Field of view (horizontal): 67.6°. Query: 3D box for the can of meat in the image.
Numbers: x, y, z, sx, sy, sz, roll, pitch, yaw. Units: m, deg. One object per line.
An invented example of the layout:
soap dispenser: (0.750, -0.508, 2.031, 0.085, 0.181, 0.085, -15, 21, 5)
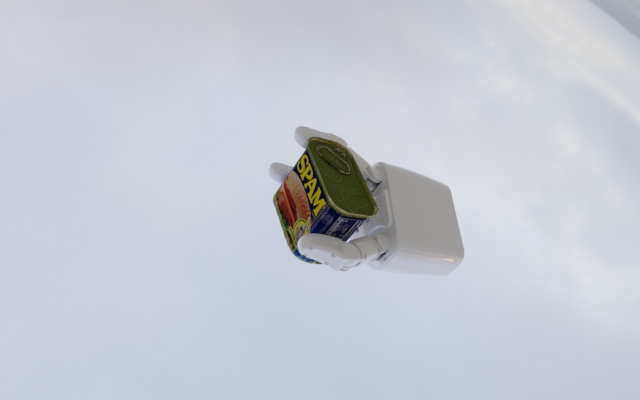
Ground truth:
can of meat: (0.000, 0.002, 0.483, 0.057, 0.102, 0.084, 9, -46, -35)
